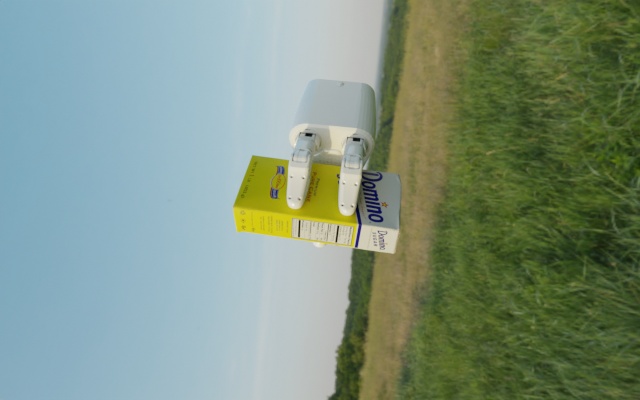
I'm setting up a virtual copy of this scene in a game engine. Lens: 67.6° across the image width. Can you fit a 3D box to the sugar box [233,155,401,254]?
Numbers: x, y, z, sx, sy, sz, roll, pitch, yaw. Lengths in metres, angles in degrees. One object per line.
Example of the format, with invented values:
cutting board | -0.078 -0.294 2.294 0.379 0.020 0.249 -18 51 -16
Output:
sugar box | 0.000 0.001 0.533 0.176 0.048 0.093 5 44 4
